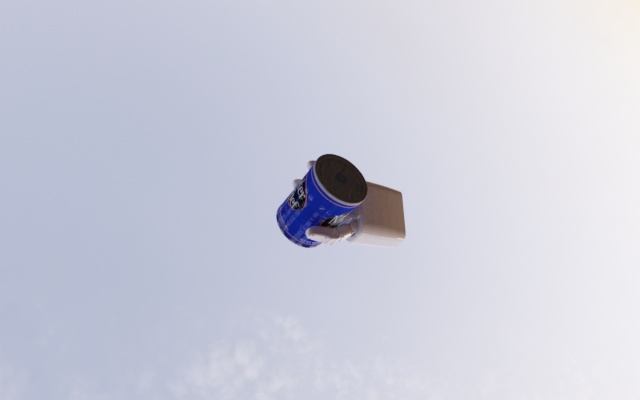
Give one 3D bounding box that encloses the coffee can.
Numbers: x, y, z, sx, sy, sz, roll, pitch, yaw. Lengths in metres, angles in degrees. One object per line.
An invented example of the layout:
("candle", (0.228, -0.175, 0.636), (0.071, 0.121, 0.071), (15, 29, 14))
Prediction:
("coffee can", (0.000, 0.003, 0.822), (0.103, 0.102, 0.140), (0, -35, -38))
